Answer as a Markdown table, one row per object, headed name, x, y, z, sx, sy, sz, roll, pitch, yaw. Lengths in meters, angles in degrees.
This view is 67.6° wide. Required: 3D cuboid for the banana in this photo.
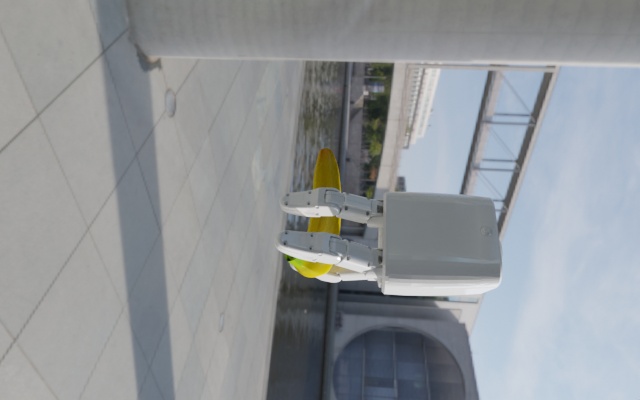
| name | x | y | z | sx | sy | sz | roll | pitch | yaw |
| --- | --- | --- | --- | --- | --- | --- | --- | --- | --- |
| banana | 0.002 | 0.019 | 0.524 | 0.037 | 0.070 | 0.197 | -1 | 36 | 11 |
